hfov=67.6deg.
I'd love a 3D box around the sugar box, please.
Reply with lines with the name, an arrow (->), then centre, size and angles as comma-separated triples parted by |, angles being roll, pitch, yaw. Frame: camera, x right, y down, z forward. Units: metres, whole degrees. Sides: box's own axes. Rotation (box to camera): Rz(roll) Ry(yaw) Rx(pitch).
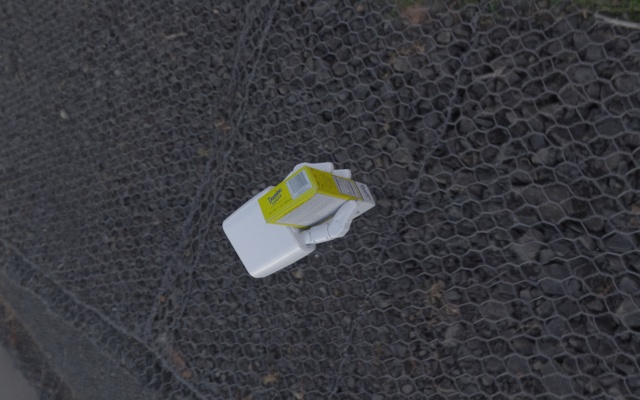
sugar box -> 0.000, 0.002, 0.704 | 0.093, 0.048, 0.176 | -33, -20, 24
